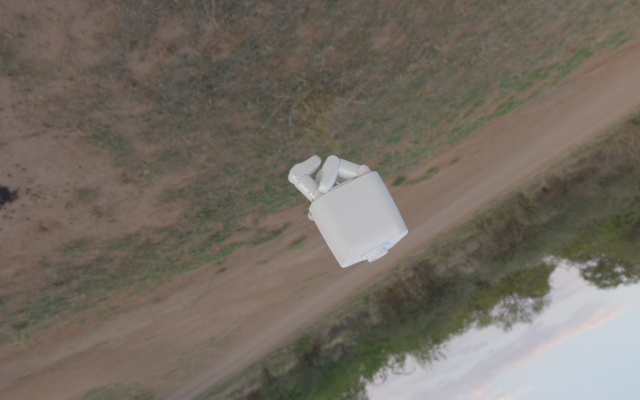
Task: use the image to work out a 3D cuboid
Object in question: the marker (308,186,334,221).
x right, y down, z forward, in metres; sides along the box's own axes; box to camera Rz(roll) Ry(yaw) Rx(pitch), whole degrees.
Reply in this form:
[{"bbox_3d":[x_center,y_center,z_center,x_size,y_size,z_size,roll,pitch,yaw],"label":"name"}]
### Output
[{"bbox_3d":[0.000,0.002,0.775,0.020,0.020,0.121,0,-23,-13],"label":"marker"}]
